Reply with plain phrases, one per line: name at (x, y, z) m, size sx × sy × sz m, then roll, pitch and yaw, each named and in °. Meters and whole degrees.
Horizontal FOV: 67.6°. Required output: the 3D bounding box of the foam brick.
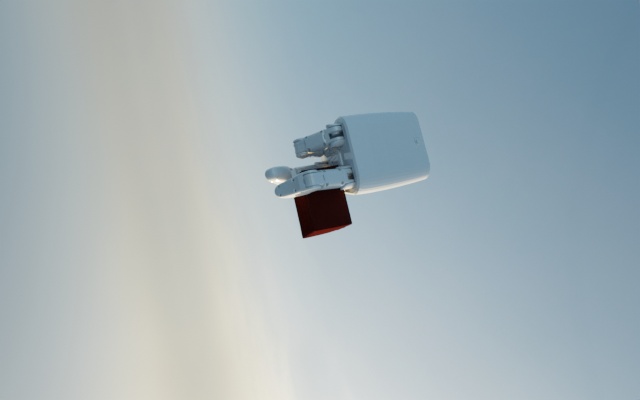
foam brick at (0.000, 0.002, 0.596) m, size 0.051 × 0.078 × 0.053 m, roll -9°, pitch -9°, yaw -21°
